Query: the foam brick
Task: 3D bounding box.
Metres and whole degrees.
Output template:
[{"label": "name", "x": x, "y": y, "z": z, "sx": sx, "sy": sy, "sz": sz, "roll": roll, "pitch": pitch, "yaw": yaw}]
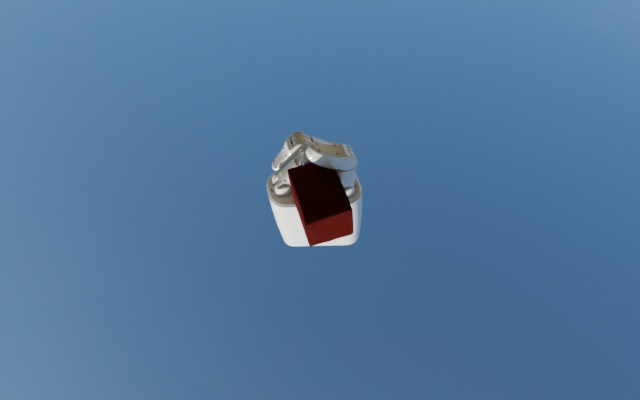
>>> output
[{"label": "foam brick", "x": 0.000, "y": 0.002, "z": 0.529, "sx": 0.053, "sy": 0.078, "sz": 0.051, "roll": -16, "pitch": -35, "yaw": -6}]
